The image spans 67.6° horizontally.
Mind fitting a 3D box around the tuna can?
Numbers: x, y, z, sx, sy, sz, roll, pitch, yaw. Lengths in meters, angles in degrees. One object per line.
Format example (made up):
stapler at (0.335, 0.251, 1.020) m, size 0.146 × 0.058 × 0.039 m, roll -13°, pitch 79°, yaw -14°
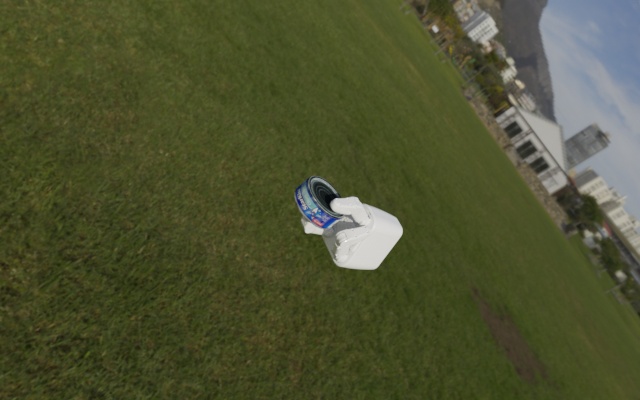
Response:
tuna can at (0.000, 0.002, 0.771) m, size 0.034 × 0.086 × 0.086 m, roll -40°, pitch -21°, yaw 27°
